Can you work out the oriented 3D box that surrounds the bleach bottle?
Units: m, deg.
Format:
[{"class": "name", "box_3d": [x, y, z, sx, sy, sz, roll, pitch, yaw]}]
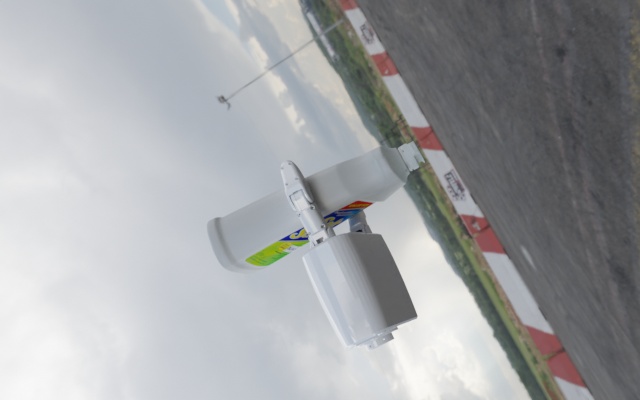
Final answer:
[{"class": "bleach bottle", "box_3d": [0.000, 0.002, 0.553, 0.251, 0.068, 0.102, -29, -21, 11]}]
